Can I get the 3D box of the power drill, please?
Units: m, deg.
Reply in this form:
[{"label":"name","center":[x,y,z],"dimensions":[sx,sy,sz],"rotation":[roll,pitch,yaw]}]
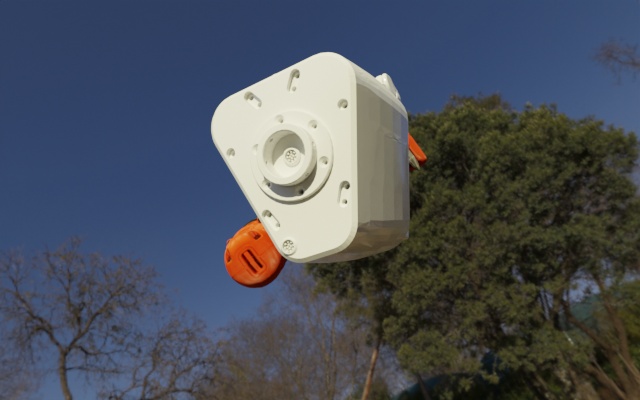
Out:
[{"label":"power drill","center":[0.000,0.001,0.445],"dimensions":[0.187,0.057,0.184],"rotation":[-40,4,1]}]
